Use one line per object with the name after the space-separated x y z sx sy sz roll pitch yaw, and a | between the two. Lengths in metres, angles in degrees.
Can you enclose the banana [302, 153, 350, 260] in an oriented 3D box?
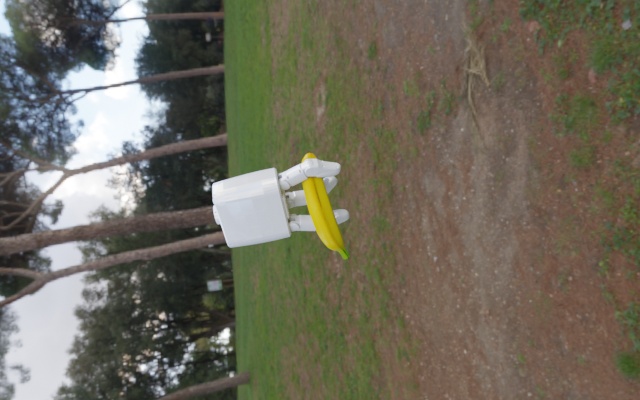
-0.003 0.000 0.768 0.037 0.197 0.070 -19 -21 5 | banana
